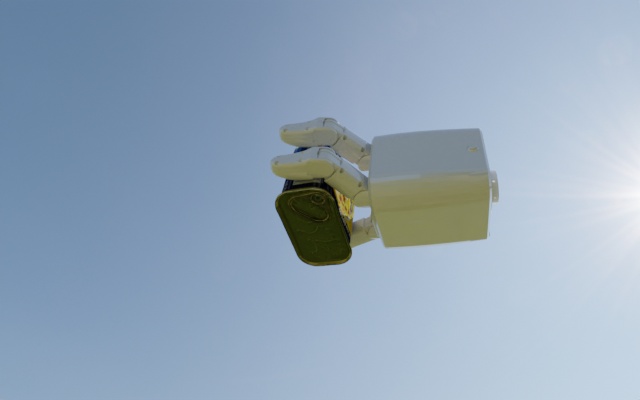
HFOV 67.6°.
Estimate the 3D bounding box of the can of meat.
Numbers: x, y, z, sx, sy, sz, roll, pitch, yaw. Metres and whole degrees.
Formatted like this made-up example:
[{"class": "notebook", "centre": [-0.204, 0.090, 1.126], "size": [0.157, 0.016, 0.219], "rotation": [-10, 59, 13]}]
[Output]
[{"class": "can of meat", "centre": [0.000, 0.001, 0.486], "size": [0.057, 0.102, 0.084], "rotation": [-7, 40, 17]}]
